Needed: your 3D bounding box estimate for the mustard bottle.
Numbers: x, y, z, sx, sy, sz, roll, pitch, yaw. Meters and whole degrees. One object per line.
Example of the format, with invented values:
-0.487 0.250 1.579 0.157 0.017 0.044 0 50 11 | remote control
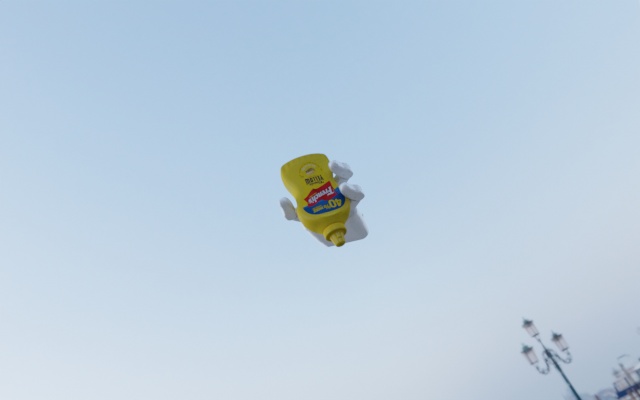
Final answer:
0.000 0.002 0.867 0.096 0.191 0.058 -16 -33 -14 | mustard bottle
